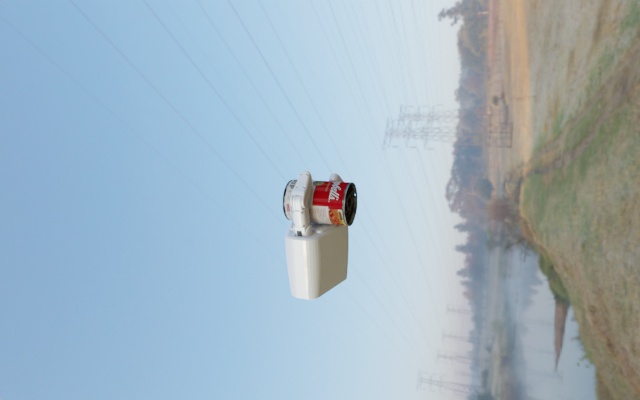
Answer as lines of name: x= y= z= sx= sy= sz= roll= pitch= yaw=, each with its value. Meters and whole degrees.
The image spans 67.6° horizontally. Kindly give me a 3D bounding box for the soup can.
soup can: x=0.000 y=0.002 z=0.750 sx=0.102 sy=0.068 sz=0.068 roll=4 pitch=1 yaw=20
